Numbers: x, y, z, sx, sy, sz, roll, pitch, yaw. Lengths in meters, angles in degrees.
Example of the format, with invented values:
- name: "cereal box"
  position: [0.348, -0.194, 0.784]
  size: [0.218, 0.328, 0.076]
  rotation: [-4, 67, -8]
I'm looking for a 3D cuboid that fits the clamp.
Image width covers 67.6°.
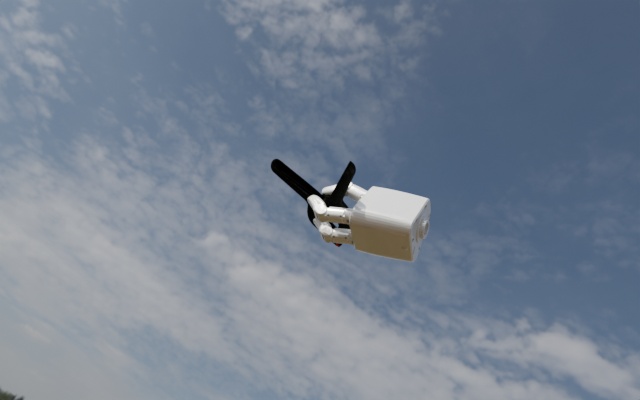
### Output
- name: "clamp"
  position: [0.001, 0.003, 0.880]
  size: [0.164, 0.210, 0.036]
  rotation: [11, 48, 25]
